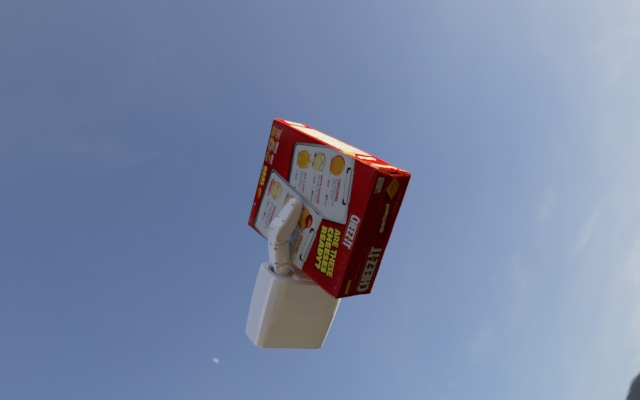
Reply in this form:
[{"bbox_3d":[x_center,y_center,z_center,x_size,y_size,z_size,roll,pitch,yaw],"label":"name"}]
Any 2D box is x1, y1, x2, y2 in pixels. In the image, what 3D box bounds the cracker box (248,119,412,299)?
[{"bbox_3d":[0.000,0.002,0.626,0.072,0.164,0.213,2,21,-41],"label":"cracker box"}]
